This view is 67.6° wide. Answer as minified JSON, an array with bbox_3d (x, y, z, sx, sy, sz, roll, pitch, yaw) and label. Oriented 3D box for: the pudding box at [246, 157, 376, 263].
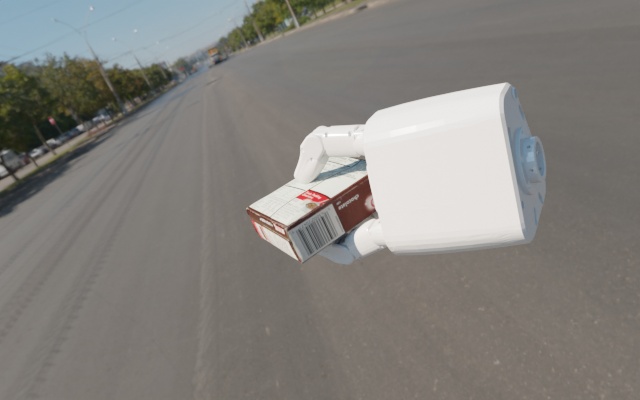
[{"bbox_3d":[0.000,0.001,0.438,0.113,0.039,0.090,-32,24,-21],"label":"pudding box"}]
